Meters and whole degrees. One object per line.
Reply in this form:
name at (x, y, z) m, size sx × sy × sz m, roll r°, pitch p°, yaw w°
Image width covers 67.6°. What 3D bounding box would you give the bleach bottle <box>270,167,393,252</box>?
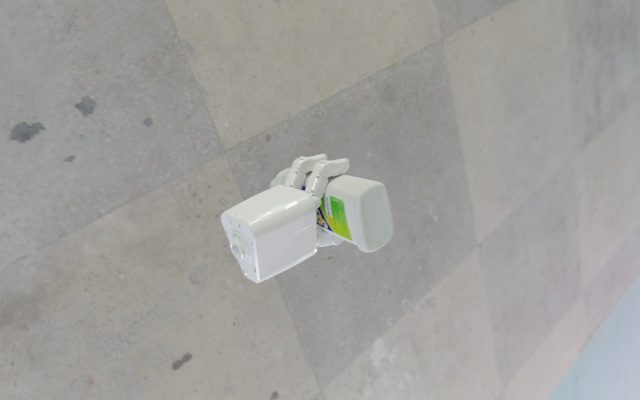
bleach bottle at (0.000, 0.002, 0.764) m, size 0.068 × 0.103 × 0.251 m, roll -27°, pitch 25°, yaw -32°
